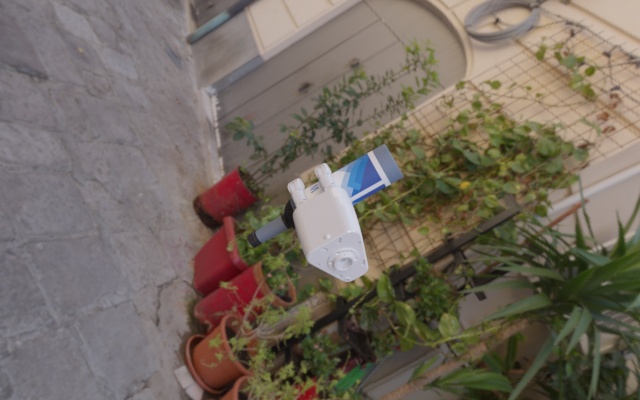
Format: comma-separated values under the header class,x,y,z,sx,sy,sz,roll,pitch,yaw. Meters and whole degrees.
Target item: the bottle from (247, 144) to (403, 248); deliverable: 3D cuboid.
class,x,y,z,sx,sy,sz,roll,pitch,yaw
bottle,0.000,0.003,0.845,0.296,0.069,0.069,-30,-5,9
